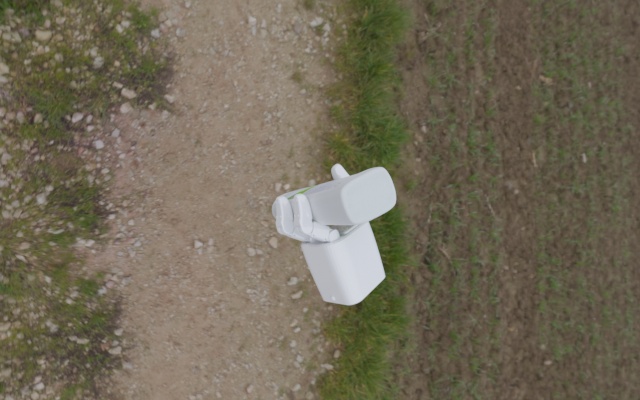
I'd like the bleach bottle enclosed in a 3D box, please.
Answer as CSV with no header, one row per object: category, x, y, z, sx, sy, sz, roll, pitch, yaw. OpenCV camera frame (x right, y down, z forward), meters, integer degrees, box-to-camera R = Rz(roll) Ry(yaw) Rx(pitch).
bleach bottle,0.000,0.003,0.774,0.102,0.068,0.251,-25,10,-33
